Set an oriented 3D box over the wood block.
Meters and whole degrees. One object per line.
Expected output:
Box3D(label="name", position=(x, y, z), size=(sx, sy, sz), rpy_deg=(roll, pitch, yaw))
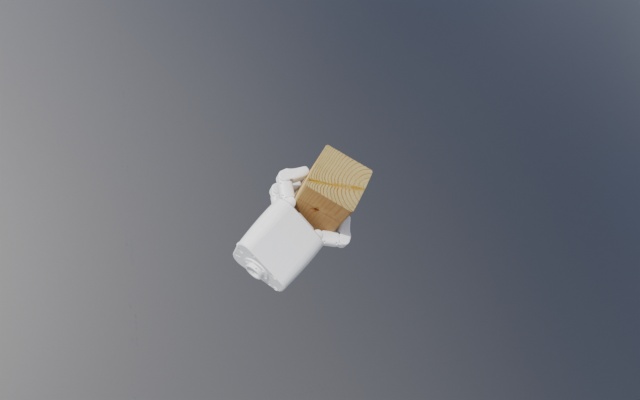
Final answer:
Box3D(label="wood block", position=(0.000, 0.003, 0.850), size=(0.091, 0.090, 0.206), rpy_deg=(30, -29, -5))
